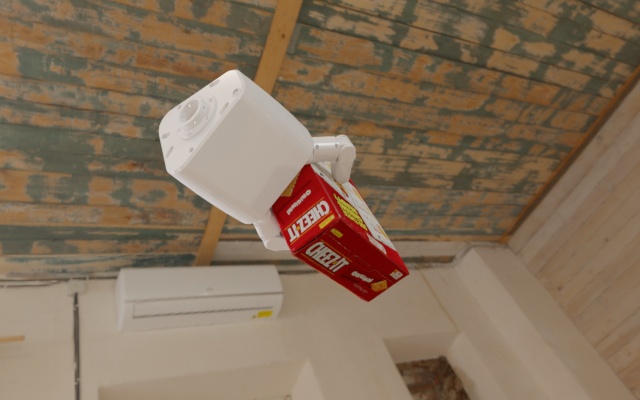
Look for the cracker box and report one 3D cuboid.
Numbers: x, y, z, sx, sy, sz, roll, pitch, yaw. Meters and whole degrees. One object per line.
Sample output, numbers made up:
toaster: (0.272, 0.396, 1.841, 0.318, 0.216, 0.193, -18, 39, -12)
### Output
cracker box: (0.000, 0.002, 0.580, 0.072, 0.213, 0.164, -39, -43, 12)
